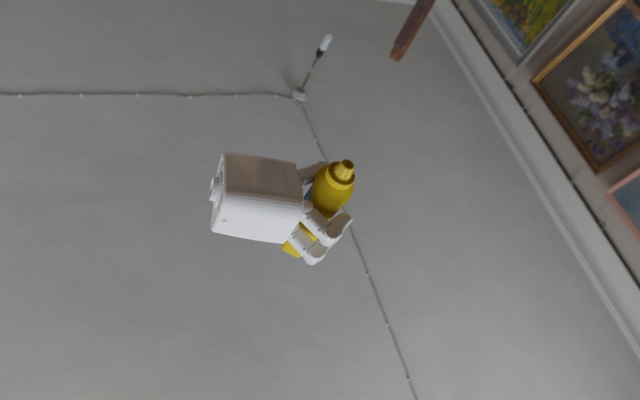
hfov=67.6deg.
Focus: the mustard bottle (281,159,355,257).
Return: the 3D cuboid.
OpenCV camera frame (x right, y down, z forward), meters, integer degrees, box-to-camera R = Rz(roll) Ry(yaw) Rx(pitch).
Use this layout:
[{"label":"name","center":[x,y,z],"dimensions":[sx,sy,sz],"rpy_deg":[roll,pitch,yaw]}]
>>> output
[{"label":"mustard bottle","center":[0.000,0.003,0.701],"dimensions":[0.058,0.096,0.192],"rpy_deg":[29,-40,-5]}]
